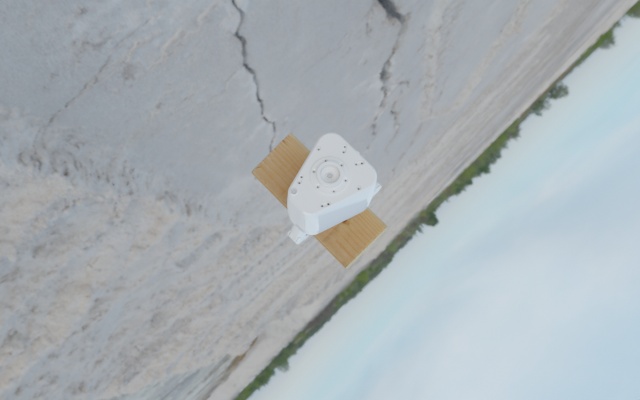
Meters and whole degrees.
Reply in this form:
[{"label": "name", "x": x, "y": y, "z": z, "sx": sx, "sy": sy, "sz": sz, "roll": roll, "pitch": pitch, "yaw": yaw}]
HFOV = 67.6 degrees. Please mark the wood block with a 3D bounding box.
[{"label": "wood block", "x": 0.000, "y": 0.003, "z": 0.758, "sx": 0.206, "sy": 0.091, "sz": 0.090, "roll": 45, "pitch": -1, "yaw": 10}]
